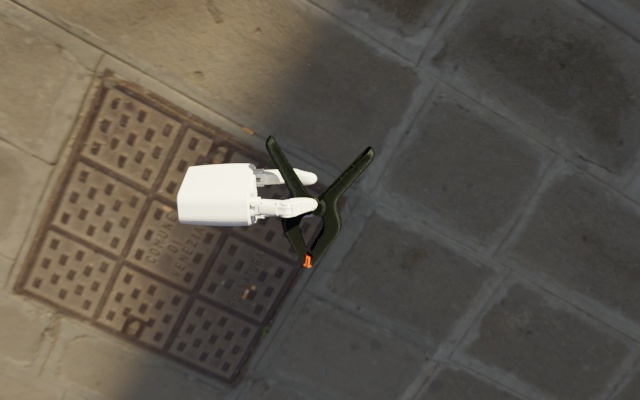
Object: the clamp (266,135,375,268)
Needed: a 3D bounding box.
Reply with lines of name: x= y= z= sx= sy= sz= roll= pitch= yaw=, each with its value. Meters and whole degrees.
clamp: x=0.000 y=0.003 z=0.744 sx=0.164 sy=0.210 sz=0.036 roll=-1 pitch=16 yaw=-2
